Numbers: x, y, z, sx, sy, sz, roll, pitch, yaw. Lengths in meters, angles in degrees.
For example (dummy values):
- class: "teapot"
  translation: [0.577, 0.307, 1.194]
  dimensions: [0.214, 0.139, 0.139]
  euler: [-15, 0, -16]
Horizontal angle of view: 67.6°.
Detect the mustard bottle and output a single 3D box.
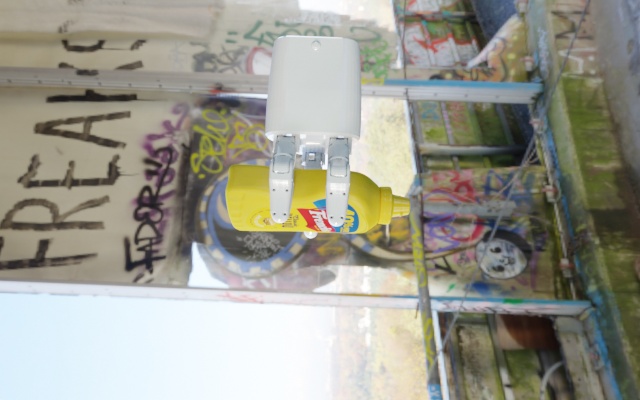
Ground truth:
- class: "mustard bottle"
  translation: [0.000, 0.002, 0.517]
  dimensions: [0.191, 0.058, 0.096]
  euler: [2, -31, 1]
